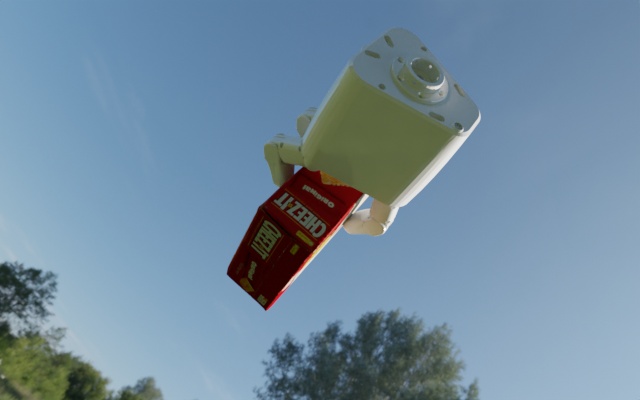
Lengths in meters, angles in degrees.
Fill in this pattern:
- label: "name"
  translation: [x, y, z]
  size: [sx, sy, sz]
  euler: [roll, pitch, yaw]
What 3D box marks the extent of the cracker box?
- label: "cracker box"
  translation: [0.000, 0.002, 0.533]
  size: [0.213, 0.072, 0.164]
  euler: [-46, -6, -37]
